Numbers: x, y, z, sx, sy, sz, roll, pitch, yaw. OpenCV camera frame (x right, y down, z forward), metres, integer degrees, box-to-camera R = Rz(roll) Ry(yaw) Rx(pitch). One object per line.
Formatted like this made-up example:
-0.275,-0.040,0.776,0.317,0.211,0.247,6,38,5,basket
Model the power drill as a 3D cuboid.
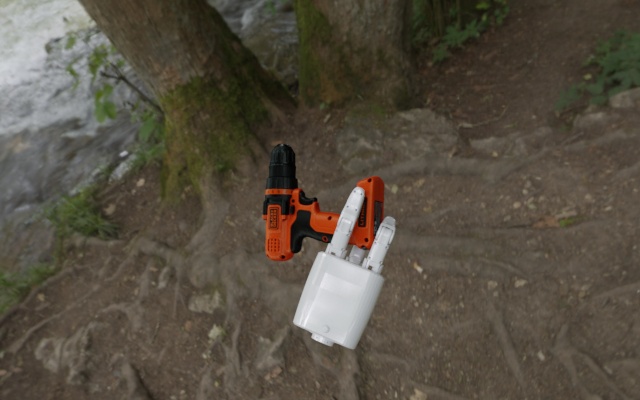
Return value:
0.000,0.003,0.721,0.187,0.184,0.057,0,-2,27,power drill
